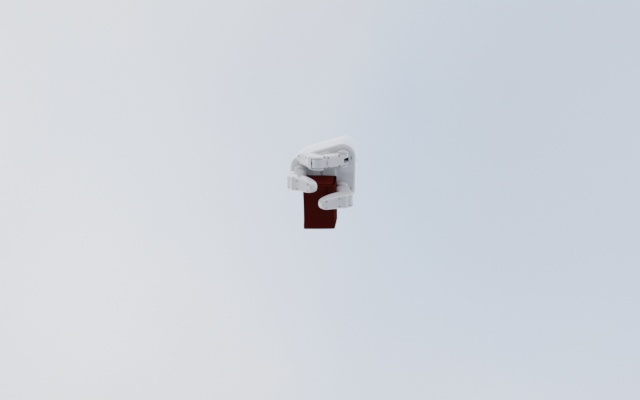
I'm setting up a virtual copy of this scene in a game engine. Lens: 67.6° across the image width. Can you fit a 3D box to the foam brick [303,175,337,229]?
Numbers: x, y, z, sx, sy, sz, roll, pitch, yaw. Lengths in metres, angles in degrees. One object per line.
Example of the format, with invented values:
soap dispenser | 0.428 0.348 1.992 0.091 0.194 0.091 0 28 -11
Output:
foam brick | 0.000 0.003 0.786 0.053 0.078 0.051 2 19 6
